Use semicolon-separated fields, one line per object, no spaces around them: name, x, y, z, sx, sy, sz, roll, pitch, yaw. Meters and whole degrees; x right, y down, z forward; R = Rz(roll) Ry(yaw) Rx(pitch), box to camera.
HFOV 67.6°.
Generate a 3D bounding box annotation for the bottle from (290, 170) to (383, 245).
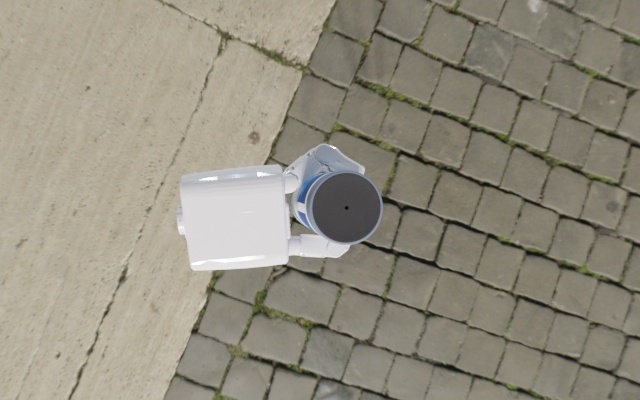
bottle;0.000;0.002;0.565;0.069;0.069;0.295;0;2;-9
